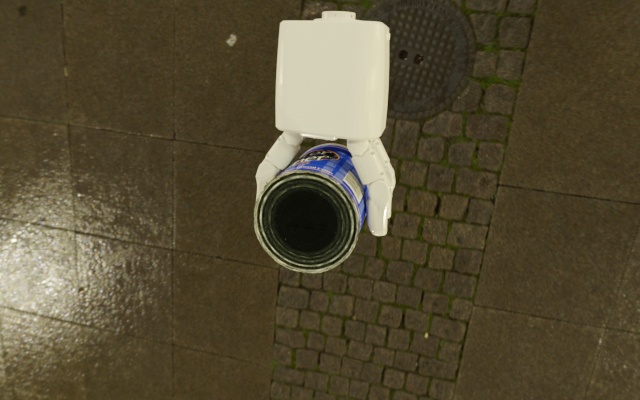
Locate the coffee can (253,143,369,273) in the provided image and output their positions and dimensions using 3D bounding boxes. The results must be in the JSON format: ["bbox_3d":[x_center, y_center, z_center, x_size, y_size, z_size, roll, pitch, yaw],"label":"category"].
[{"bbox_3d":[0.000,0.002,0.510,0.103,0.103,0.140,0,17,12],"label":"coffee can"}]
